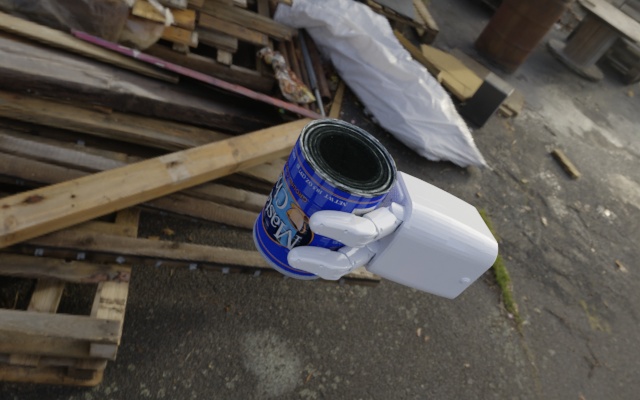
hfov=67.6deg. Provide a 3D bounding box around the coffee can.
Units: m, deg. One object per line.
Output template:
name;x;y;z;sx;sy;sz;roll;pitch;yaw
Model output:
coffee can;0.000;0.002;0.496;0.103;0.102;0.140;0;-40;-31
